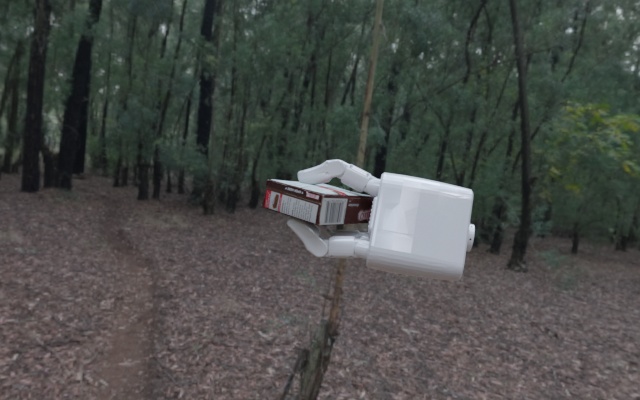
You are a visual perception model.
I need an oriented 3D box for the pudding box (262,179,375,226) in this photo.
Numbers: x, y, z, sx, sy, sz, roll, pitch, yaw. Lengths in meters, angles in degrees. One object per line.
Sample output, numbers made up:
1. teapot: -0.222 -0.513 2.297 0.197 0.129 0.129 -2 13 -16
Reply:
1. pudding box: 0.000 0.002 0.582 0.090 0.039 0.113 15 7 36
